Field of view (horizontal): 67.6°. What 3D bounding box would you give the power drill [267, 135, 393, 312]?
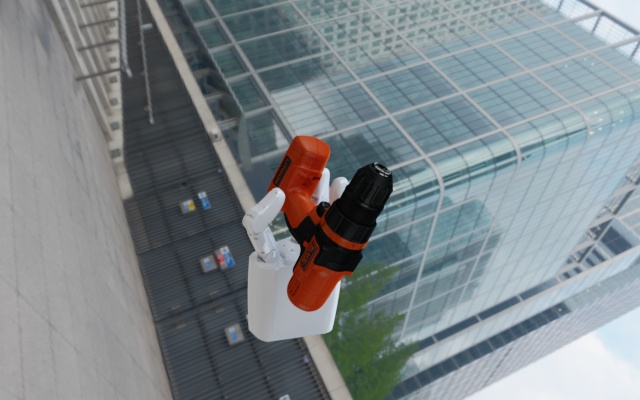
[{"bbox_3d":[0.000,0.002,0.542,0.057,0.184,0.187,17,28,-27],"label":"power drill"}]
